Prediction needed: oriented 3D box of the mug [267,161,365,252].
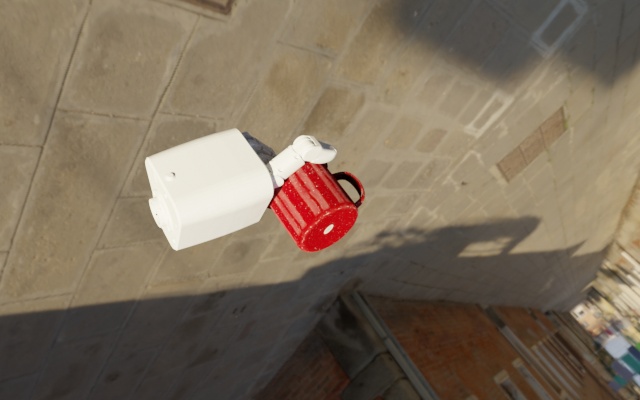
[{"bbox_3d":[0.001,0.002,0.564,0.117,0.081,0.093,-21,-32,-27],"label":"mug"}]
